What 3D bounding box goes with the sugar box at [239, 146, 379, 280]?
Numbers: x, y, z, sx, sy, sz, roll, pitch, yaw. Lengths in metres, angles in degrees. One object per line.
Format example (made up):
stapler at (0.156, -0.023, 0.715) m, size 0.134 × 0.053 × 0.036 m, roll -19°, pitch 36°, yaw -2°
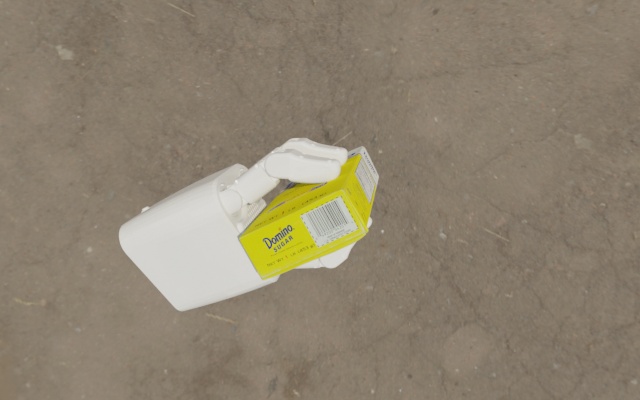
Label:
sugar box at (0.000, 0.001, 0.431) m, size 0.093 × 0.048 × 0.176 m, roll -25°, pitch 13°, yaw 15°
